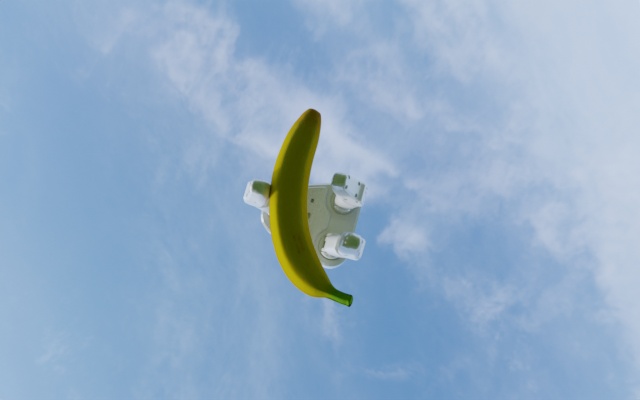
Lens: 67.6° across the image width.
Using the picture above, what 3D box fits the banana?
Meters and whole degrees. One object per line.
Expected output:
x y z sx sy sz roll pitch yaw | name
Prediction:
-0.018 0.008 0.465 0.069 0.197 0.037 -11 -13 6 | banana
